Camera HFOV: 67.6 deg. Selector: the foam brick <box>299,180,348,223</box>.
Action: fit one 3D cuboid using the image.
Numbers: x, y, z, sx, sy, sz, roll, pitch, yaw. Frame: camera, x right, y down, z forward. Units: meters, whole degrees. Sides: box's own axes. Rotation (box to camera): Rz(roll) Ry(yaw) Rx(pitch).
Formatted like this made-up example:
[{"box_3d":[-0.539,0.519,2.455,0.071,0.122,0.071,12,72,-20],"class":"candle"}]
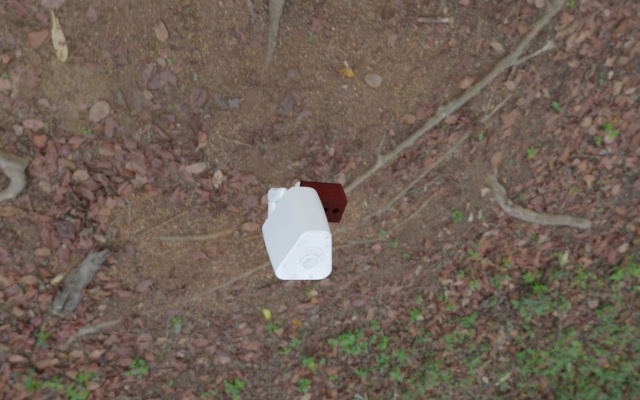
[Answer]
[{"box_3d":[0.000,0.003,0.834,0.078,0.053,0.051,3,38,-21],"class":"foam brick"}]
